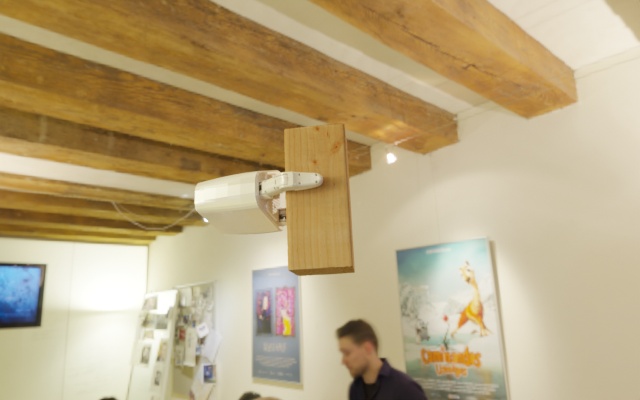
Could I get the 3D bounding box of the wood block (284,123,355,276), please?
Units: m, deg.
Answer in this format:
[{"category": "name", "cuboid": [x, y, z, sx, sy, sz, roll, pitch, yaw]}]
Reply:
[{"category": "wood block", "cuboid": [0.000, 0.002, 0.705, 0.090, 0.206, 0.091, -4, -14, 6]}]
